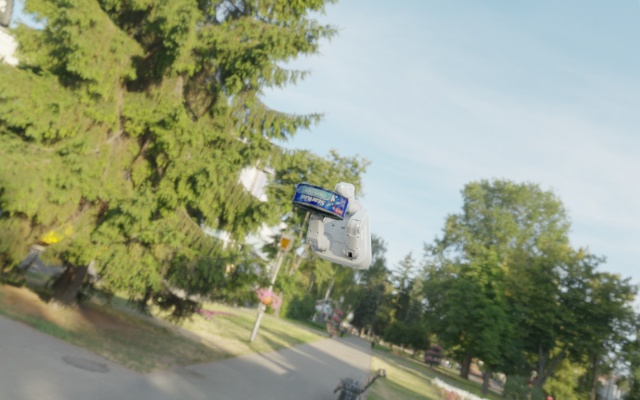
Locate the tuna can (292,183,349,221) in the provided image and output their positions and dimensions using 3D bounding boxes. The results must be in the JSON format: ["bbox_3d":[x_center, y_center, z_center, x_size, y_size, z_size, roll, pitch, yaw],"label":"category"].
[{"bbox_3d":[0.000,0.002,0.748,0.086,0.033,0.086,18,-8,2],"label":"tuna can"}]
